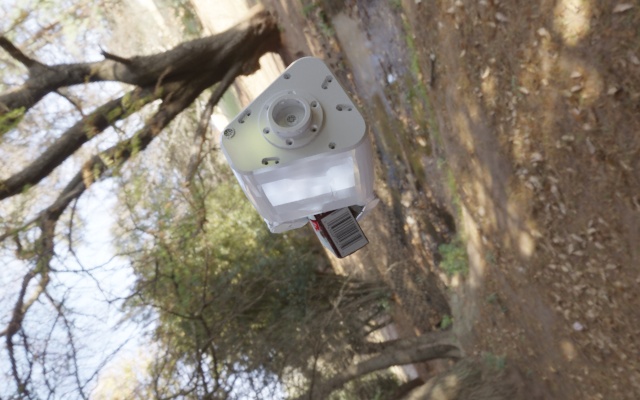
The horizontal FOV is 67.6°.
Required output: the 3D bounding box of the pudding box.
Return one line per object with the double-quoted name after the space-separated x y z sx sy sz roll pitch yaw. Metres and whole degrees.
0.000 0.002 0.511 0.039 0.113 0.090 -29 7 -6 "pudding box"
